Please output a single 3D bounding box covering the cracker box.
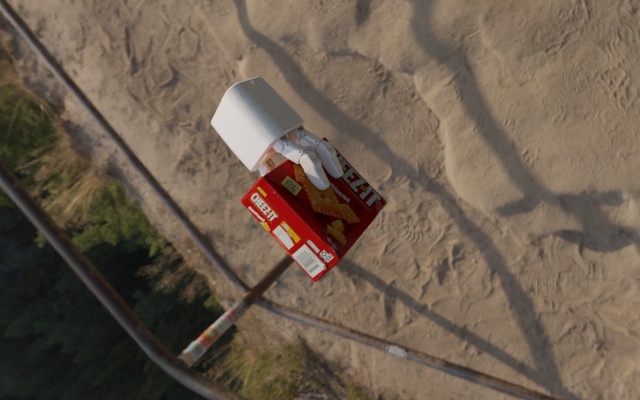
[{"bbox_3d":[0.000,0.003,0.758,0.072,0.164,0.213,-43,-1,35],"label":"cracker box"}]
